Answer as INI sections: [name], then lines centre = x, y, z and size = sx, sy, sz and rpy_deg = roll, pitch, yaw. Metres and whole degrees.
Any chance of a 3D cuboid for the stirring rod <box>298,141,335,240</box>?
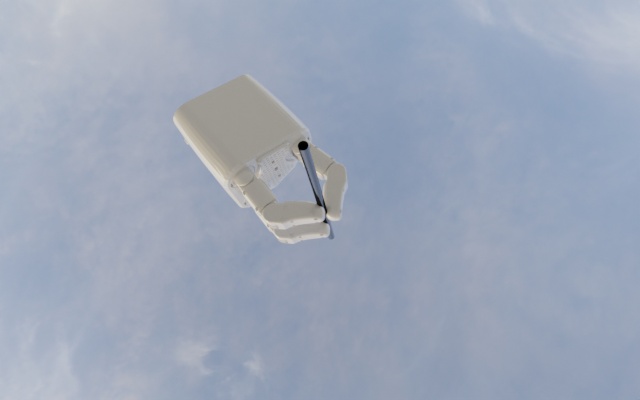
[stirring rod]
centre = 0.000, 0.001, 0.462
size = 0.011, 0.011, 0.240
rpy_deg = 0, -20, 7
